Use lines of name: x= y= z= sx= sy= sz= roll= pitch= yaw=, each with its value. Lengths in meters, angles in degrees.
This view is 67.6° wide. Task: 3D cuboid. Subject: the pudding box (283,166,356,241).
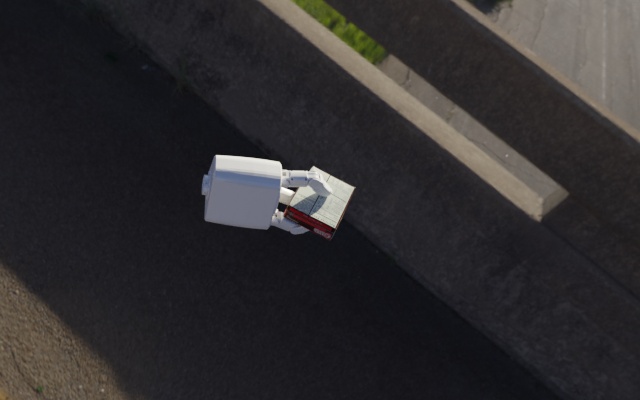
pudding box: x=0.000 y=0.003 z=0.818 sx=0.090 sy=0.113 sz=0.039 roll=28 pitch=-41 yaw=1
